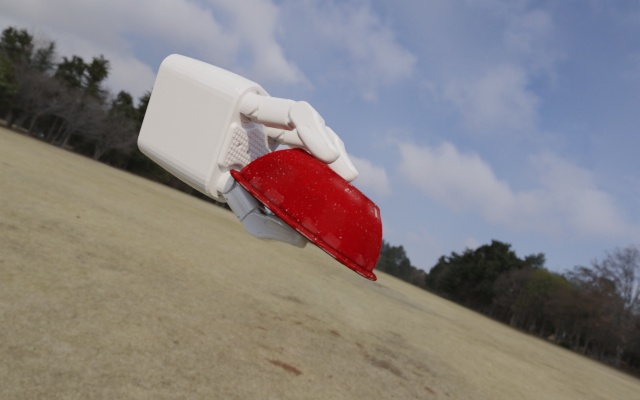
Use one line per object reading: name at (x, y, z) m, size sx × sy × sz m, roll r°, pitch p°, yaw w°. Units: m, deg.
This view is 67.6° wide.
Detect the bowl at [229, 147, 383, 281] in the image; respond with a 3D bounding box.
bowl at (0.001, 0.002, 0.426) m, size 0.162 × 0.055 × 0.162 m, roll 37°, pitch 1°, yaw -1°
